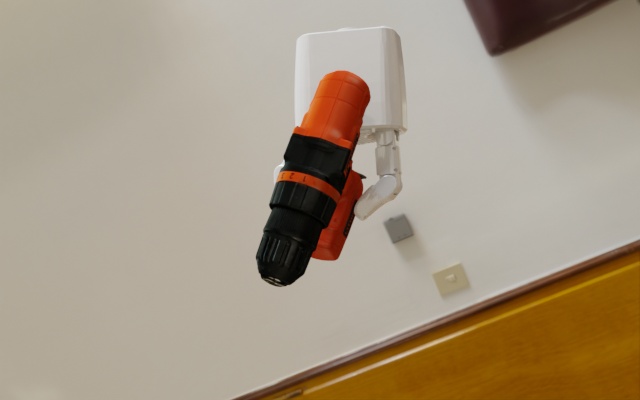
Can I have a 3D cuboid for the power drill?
[{"bbox_3d":[0.000,0.001,0.444,0.057,0.184,0.188,19,-16,9],"label":"power drill"}]
